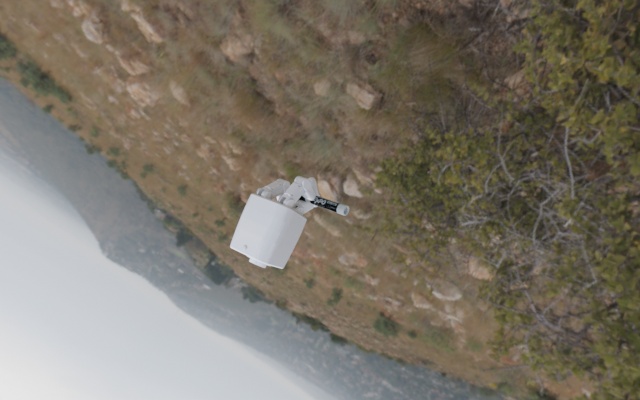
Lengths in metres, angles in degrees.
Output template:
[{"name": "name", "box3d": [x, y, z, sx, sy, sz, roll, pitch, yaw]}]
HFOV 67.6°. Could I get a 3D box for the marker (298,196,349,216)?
[{"name": "marker", "box3d": [0.000, 0.003, 0.886, 0.121, 0.020, 0.020, 19, 11, 36]}]
